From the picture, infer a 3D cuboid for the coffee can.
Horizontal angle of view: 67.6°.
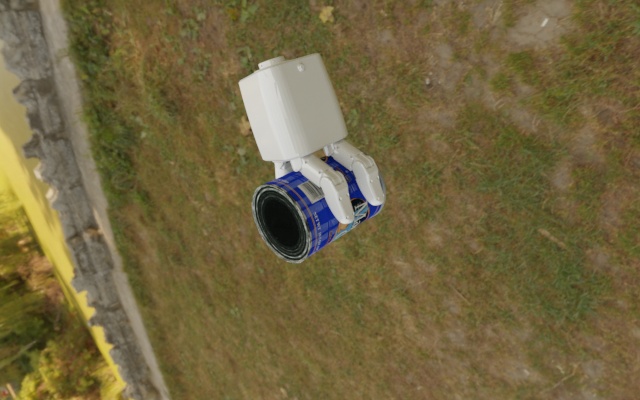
[{"bbox_3d":[0.000,0.002,0.603,0.140,0.103,0.103,-29,19,-38],"label":"coffee can"}]
